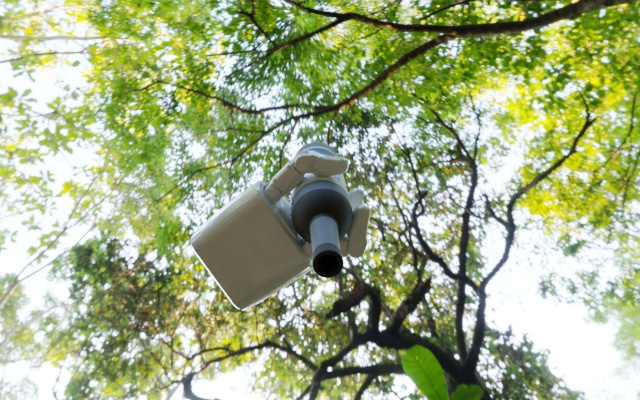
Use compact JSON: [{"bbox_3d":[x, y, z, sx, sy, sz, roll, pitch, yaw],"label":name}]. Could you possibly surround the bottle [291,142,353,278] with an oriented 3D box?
[{"bbox_3d":[0.000,0.002,0.547,0.069,0.069,0.295,0,21,-3],"label":"bottle"}]
